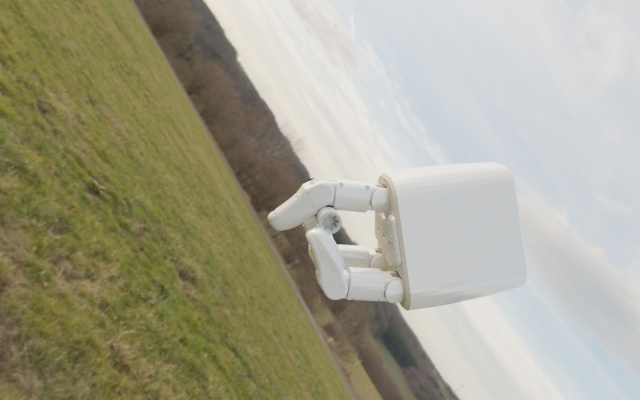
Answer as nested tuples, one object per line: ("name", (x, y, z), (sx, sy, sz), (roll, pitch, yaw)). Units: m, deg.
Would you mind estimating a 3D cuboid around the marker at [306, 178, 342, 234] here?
("marker", (0.000, 0.001, 0.434), (0.020, 0.020, 0.121), (0, 16, -8))
